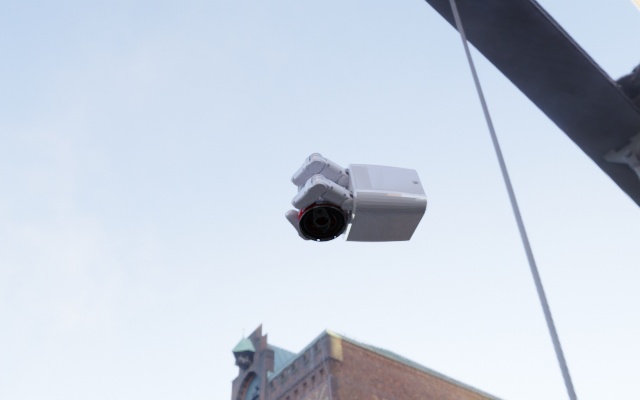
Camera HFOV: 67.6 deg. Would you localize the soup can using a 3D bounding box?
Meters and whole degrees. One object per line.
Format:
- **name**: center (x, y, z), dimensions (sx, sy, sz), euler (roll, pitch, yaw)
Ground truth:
- **soup can**: center (0.000, 0.002, 0.709), dimensions (0.068, 0.069, 0.102), euler (0, 39, -5)
